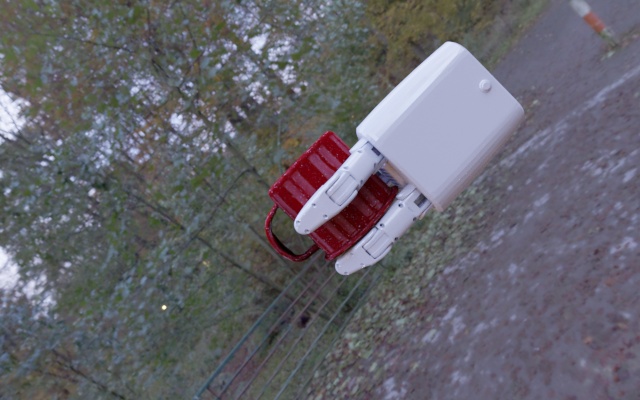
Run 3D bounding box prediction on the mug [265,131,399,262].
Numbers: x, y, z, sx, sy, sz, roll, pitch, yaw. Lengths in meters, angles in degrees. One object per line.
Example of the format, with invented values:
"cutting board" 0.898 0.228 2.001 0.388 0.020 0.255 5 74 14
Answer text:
"mug" -0.001 0.002 0.428 0.081 0.117 0.093 44 0 -4
